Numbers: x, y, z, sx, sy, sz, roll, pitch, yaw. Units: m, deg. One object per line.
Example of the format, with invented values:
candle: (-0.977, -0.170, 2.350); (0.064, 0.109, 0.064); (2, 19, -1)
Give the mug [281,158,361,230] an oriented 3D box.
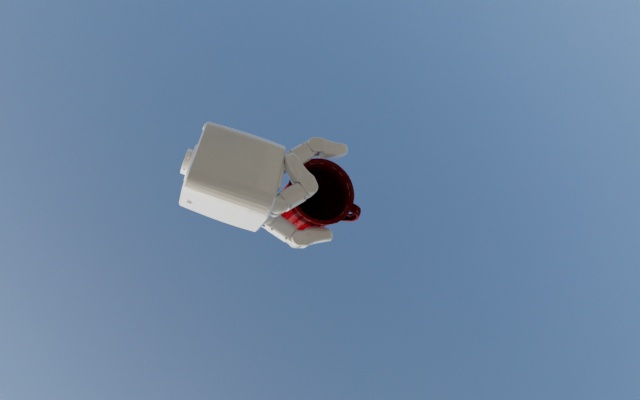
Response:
mug: (0.001, 0.003, 0.673); (0.117, 0.093, 0.081); (19, -22, -14)
